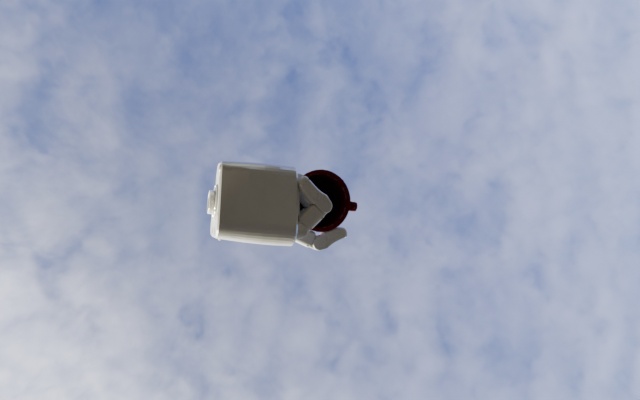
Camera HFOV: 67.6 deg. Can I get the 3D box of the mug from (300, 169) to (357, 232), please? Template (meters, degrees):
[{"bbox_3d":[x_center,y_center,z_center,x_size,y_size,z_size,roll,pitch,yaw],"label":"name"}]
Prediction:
[{"bbox_3d":[0.001,0.003,0.749,0.117,0.093,0.081,6,-3,-19],"label":"mug"}]
